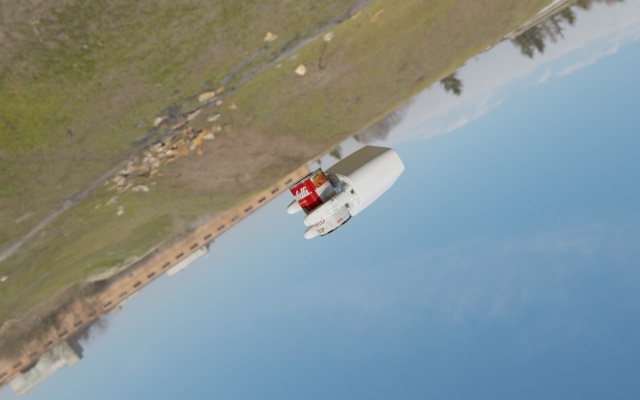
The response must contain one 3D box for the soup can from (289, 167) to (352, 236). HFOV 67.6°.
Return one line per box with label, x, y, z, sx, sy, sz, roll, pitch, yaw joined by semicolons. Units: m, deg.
soup can;0.000;0.003;0.833;0.068;0.102;0.068;-33;6;4
